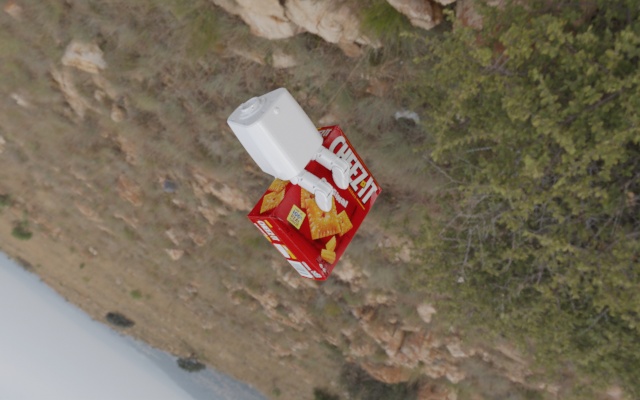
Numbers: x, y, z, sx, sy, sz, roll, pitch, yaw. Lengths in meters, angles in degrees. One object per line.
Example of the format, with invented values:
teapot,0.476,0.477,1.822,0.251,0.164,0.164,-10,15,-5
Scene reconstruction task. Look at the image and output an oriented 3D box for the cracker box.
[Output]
cracker box,0.000,0.003,0.814,0.072,0.213,0.164,1,-43,47
